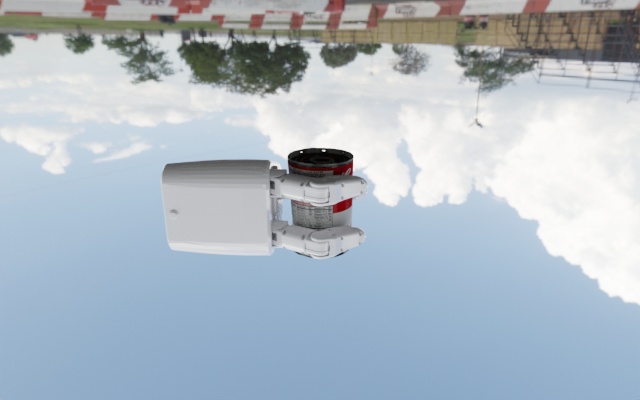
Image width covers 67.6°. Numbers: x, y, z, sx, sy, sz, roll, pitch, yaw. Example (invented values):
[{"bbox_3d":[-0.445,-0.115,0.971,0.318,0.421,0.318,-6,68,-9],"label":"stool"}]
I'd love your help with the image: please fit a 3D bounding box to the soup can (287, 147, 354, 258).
[{"bbox_3d":[0.001,0.002,0.503,0.068,0.102,0.068,0,20,0],"label":"soup can"}]
